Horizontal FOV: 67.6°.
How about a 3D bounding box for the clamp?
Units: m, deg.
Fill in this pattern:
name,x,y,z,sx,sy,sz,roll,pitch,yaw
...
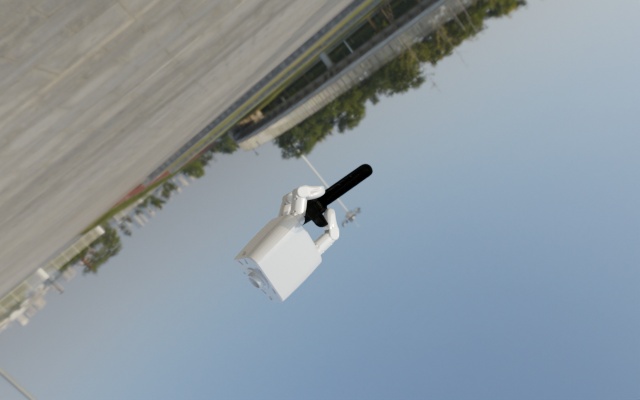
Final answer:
name,x,y,z,sx,sy,sz,roll,pitch,yaw
clamp,0.000,0.004,0.891,0.164,0.036,0.210,-44,13,-29
